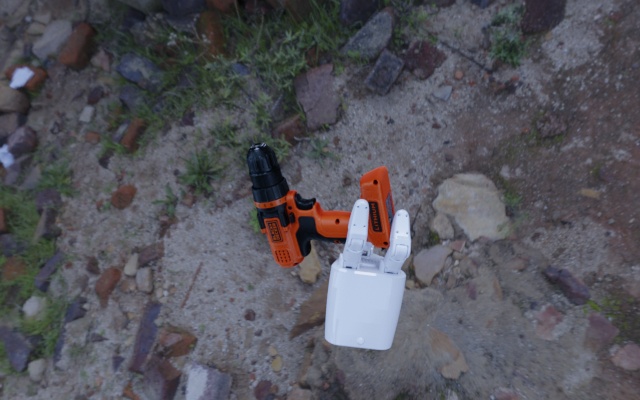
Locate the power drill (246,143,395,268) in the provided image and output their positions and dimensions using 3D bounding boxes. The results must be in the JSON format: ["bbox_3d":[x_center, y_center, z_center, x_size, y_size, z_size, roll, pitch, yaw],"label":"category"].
[{"bbox_3d":[0.001,0.002,0.641,0.187,0.184,0.057,-5,25,22],"label":"power drill"}]
